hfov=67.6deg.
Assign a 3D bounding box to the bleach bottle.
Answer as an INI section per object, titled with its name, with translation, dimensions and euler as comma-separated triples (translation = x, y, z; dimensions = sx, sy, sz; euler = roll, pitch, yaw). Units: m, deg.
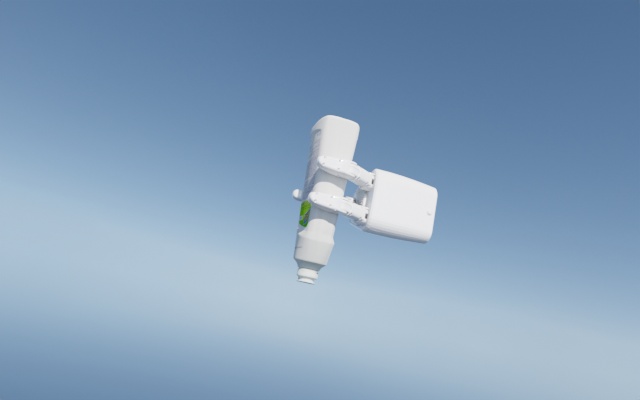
[bleach bottle]
translation = 0.000, 0.002, 0.737
dimensions = 0.068, 0.250, 0.102
euler = 14, -13, -12
